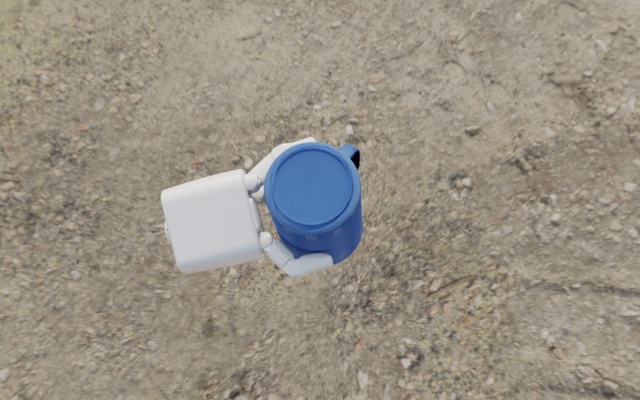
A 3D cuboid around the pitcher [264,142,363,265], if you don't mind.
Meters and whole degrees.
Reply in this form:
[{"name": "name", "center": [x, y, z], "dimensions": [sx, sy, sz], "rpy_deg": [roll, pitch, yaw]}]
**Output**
[{"name": "pitcher", "center": [0.000, 0.002, 0.635], "dimensions": [0.145, 0.149, 0.243], "rpy_deg": [-13, -13, -1]}]
